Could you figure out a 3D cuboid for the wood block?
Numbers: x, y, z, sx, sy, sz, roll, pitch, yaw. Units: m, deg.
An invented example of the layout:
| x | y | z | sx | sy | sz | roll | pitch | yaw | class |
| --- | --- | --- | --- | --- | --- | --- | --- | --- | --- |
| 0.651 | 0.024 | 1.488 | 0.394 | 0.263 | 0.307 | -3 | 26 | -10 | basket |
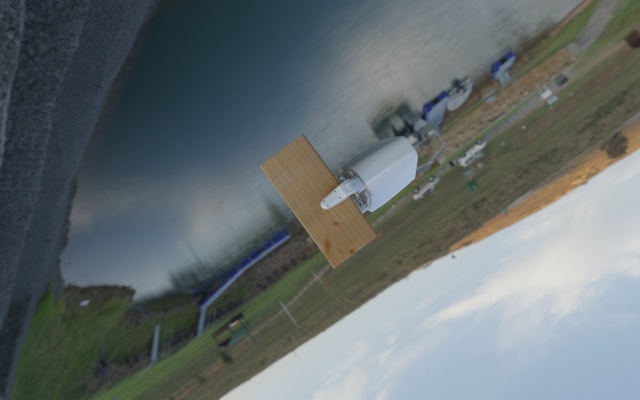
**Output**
| x | y | z | sx | sy | sz | roll | pitch | yaw | class |
| --- | --- | --- | --- | --- | --- | --- | --- | --- | --- |
| 0.001 | 0.002 | 0.804 | 0.090 | 0.206 | 0.091 | -37 | -6 | 2 | wood block |
